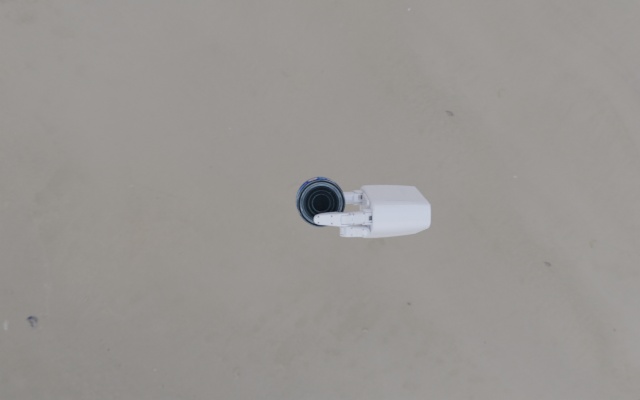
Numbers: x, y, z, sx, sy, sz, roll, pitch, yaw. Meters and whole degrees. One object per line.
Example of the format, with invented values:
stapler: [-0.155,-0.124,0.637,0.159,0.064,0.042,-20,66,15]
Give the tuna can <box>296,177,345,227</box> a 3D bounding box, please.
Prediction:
tuna can: [0.000,0.003,0.833,0.086,0.086,0.033,0,9,-5]
